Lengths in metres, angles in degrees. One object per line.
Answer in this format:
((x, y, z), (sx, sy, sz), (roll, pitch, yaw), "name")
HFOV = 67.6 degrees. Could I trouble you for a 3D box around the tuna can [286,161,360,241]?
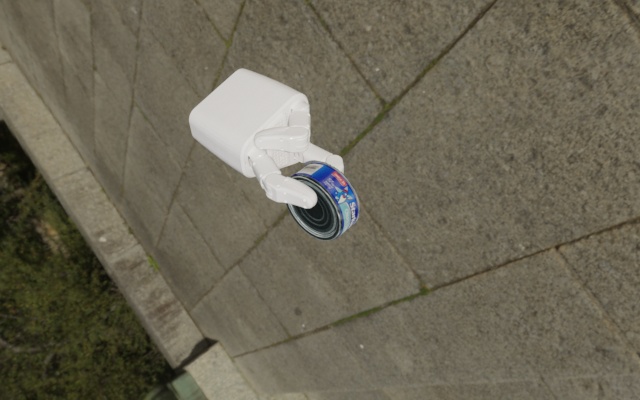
((0.000, 0.002, 0.530), (0.086, 0.086, 0.033), (0, 30, 48), "tuna can")
